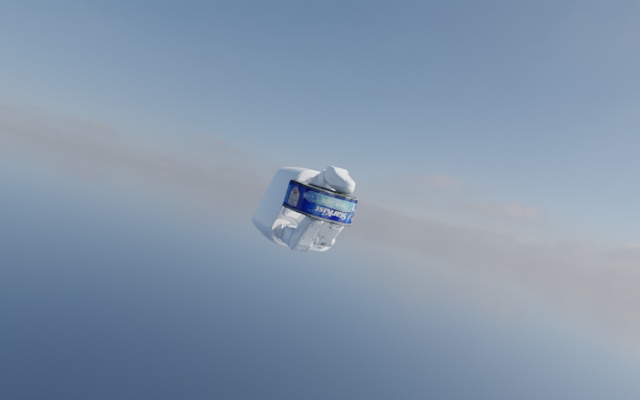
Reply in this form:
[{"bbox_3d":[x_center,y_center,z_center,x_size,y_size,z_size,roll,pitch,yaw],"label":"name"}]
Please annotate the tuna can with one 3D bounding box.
[{"bbox_3d":[0.000,0.001,0.564,0.086,0.034,0.086,17,4,-1],"label":"tuna can"}]
